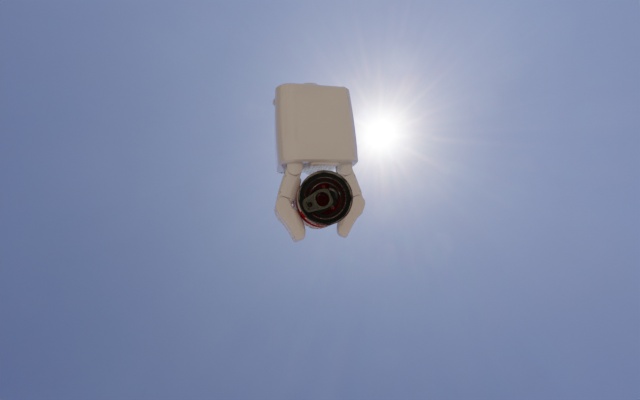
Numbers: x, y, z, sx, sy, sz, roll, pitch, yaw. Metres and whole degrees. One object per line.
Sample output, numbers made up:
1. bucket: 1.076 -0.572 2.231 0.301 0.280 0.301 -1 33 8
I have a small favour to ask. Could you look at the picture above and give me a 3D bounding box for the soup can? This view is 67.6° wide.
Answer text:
1. soup can: 0.000 0.003 0.629 0.068 0.068 0.102 0 -6 -7
